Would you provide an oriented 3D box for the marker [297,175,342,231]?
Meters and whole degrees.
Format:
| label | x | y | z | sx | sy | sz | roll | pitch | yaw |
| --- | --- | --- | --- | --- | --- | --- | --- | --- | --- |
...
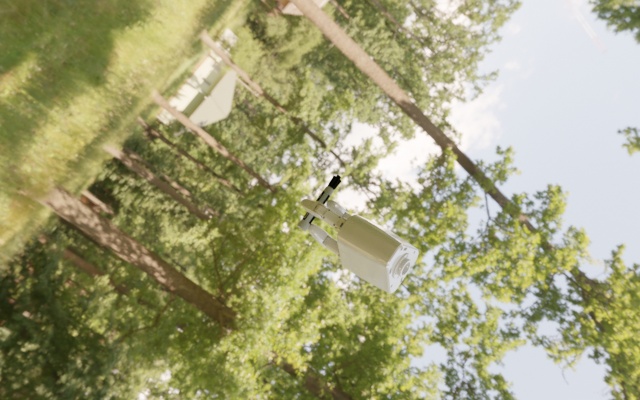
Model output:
| label | x | y | z | sx | sy | sz | roll | pitch | yaw |
| --- | --- | --- | --- | --- | --- | --- | --- | --- | --- |
| marker | 0.000 | 0.003 | 0.872 | 0.020 | 0.121 | 0.020 | 35 | -10 | 7 |
